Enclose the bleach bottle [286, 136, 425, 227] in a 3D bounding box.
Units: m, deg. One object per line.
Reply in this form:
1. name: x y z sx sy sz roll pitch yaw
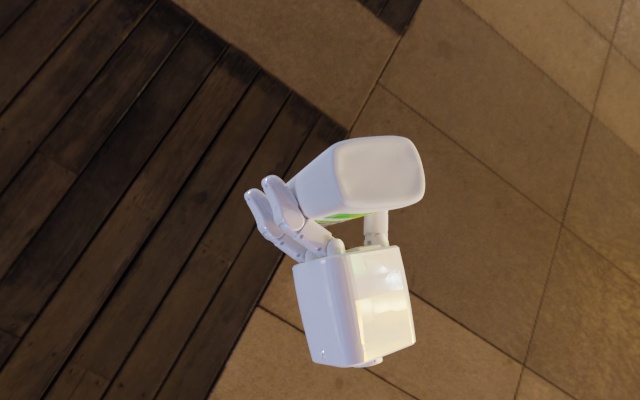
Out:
1. bleach bottle: 0.000 0.002 0.532 0.102 0.068 0.251 -6 -10 -26
